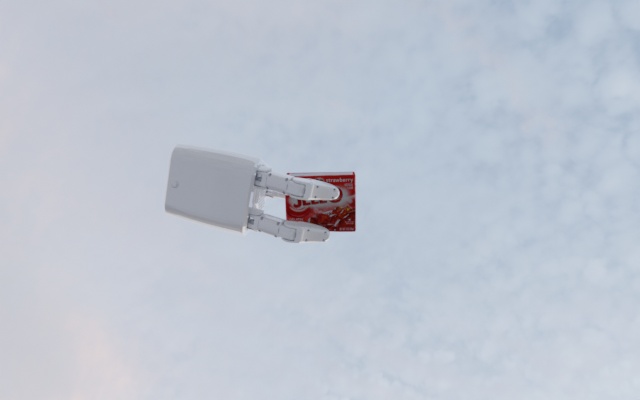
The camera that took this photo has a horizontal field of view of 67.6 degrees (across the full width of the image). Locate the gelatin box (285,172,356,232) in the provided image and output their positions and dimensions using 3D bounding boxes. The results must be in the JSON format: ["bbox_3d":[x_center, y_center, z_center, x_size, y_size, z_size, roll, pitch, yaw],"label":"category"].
[{"bbox_3d":[0.000,0.002,0.601,0.089,0.073,0.030,-1,13,3],"label":"gelatin box"}]
